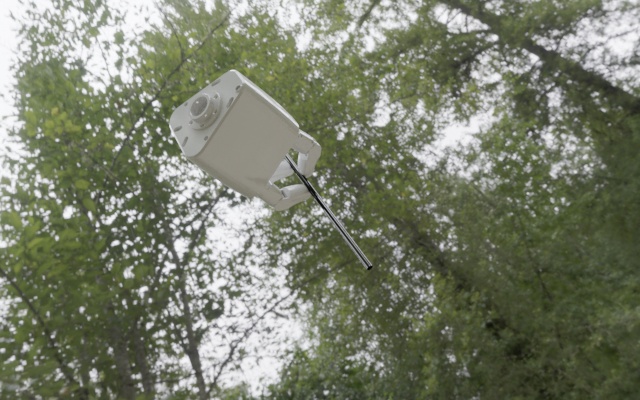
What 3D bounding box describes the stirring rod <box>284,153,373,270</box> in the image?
[{"bbox_3d":[0.000,0.002,0.627,0.011,0.011,0.239,0,39,-38],"label":"stirring rod"}]
